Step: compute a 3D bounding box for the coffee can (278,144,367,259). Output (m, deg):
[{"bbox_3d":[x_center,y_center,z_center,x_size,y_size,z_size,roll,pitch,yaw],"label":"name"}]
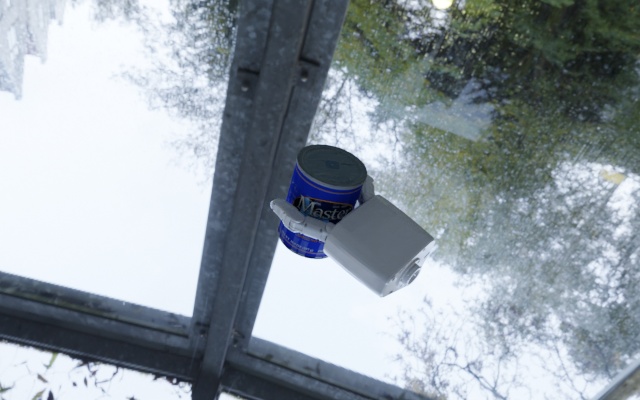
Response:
[{"bbox_3d":[0.000,0.002,0.711,0.103,0.140,0.102,11,36,-9],"label":"coffee can"}]
